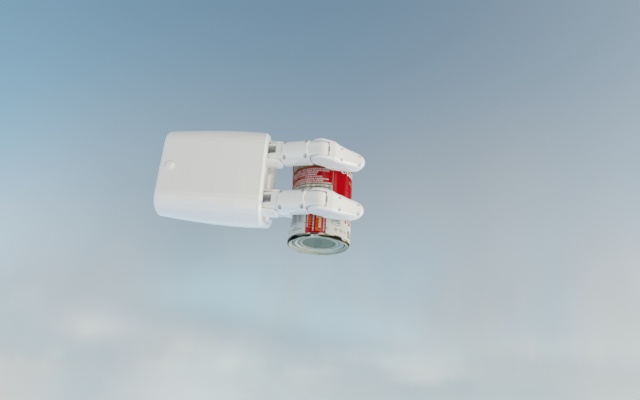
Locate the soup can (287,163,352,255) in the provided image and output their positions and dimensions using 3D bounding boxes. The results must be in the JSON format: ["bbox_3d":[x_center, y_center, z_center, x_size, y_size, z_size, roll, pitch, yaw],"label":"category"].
[{"bbox_3d":[0.001,0.002,0.520,0.068,0.102,0.068,3,-23,1],"label":"soup can"}]
